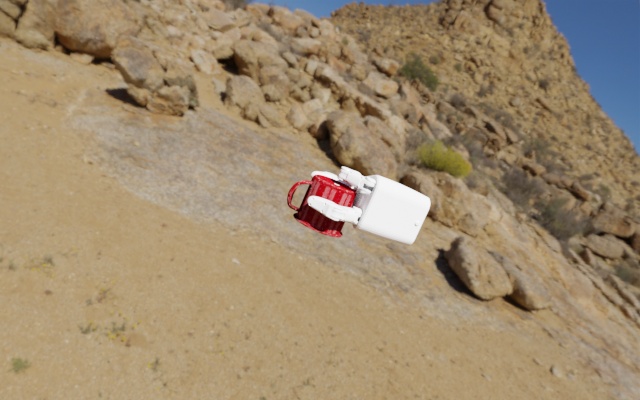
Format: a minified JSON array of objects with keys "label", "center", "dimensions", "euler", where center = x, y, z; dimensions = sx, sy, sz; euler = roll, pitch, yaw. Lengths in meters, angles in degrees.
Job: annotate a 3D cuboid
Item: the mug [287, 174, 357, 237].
[{"label":"mug","center":[-0.001,0.002,0.814],"dimensions":[0.117,0.081,0.093],"euler":[20,11,-17]}]
